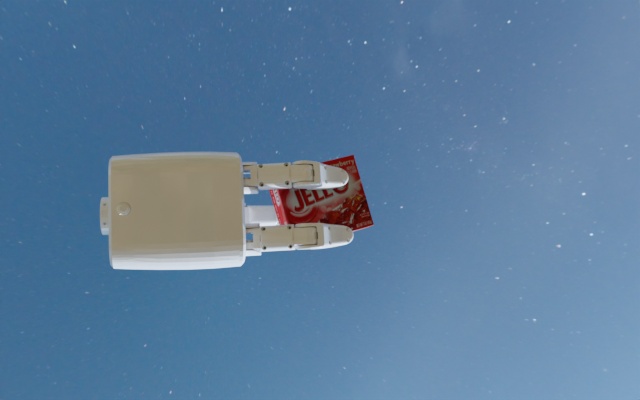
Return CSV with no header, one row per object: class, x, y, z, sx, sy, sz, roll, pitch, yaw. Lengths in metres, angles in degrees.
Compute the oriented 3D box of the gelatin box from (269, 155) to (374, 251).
gelatin box,0.000,0.002,0.462,0.089,0.073,0.030,-15,-3,-25
